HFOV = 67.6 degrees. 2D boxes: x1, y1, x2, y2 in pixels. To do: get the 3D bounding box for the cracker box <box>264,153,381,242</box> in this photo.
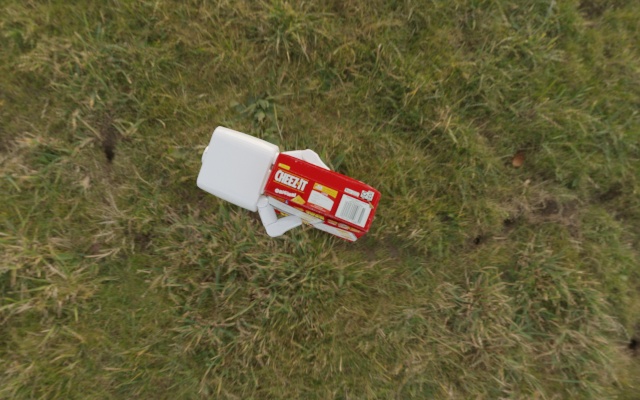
[{"bbox_3d":[0.000,0.003,0.789,0.164,0.072,0.214,21,-9,1],"label":"cracker box"}]
